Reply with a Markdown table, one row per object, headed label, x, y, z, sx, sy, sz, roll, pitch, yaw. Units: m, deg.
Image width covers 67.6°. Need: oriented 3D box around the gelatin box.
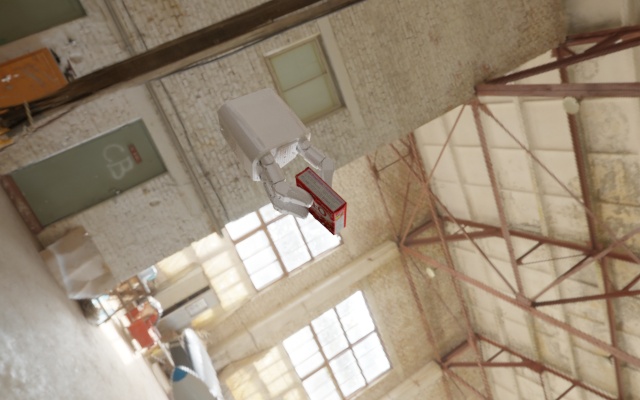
| label | x | y | z | sx | sy | sz | roll | pitch | yaw |
| --- | --- | --- | --- | --- | --- | --- | --- | --- | --- |
| gelatin box | 0.001 | 0.002 | 0.723 | 0.030 | 0.089 | 0.073 | -38 | -25 | -20 |
